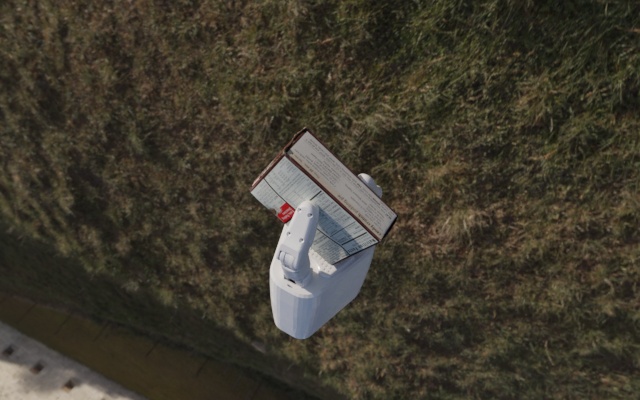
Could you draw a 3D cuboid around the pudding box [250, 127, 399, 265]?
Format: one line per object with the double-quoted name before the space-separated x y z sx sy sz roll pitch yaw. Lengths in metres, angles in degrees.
"pudding box" 0.000 0.002 0.427 0.113 0.039 0.090 41 -34 -8
